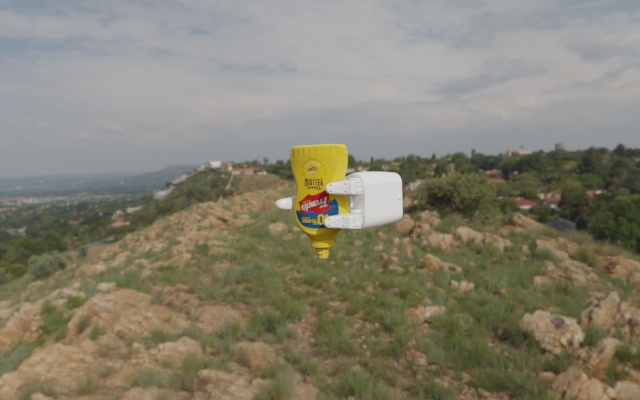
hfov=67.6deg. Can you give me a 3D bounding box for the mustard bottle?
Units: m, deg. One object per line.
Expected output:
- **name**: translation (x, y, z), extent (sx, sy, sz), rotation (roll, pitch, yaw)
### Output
- **mustard bottle**: translation (0.000, 0.002, 0.806), extent (0.096, 0.191, 0.058), rotation (-1, 5, 23)
